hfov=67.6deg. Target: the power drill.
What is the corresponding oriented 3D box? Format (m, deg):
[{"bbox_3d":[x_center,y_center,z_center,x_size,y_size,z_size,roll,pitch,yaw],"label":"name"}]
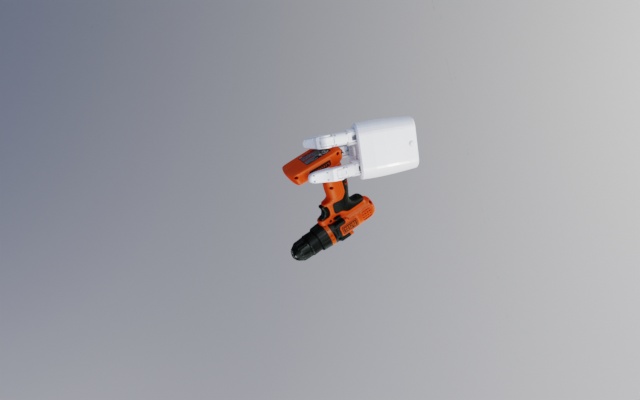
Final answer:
[{"bbox_3d":[0.000,0.002,0.864,0.184,0.188,0.057,-35,38,-15],"label":"power drill"}]
